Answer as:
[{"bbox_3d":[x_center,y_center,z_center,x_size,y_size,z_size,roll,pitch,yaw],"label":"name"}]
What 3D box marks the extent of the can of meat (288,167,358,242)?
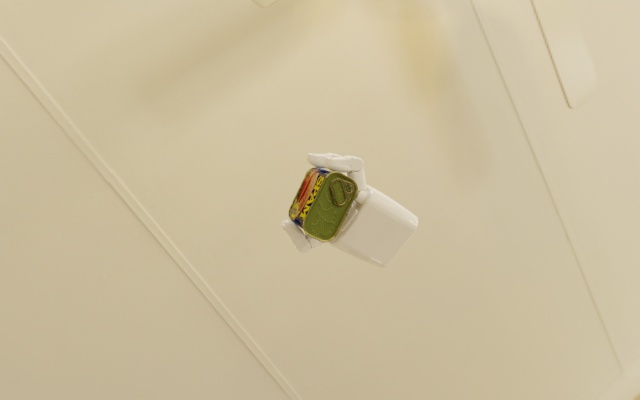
[{"bbox_3d":[0.000,0.002,0.724,0.057,0.102,0.084,26,0,-24],"label":"can of meat"}]
